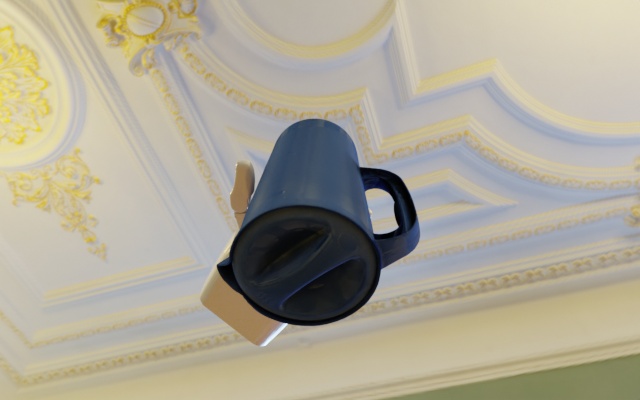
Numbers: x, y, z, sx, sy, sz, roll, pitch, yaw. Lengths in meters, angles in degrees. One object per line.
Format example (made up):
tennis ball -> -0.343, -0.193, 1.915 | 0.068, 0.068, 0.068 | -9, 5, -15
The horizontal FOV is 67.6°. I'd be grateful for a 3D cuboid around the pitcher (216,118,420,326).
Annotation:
pitcher -> 0.000, 0.002, 0.510 | 0.149, 0.145, 0.242 | 28, 28, -13
